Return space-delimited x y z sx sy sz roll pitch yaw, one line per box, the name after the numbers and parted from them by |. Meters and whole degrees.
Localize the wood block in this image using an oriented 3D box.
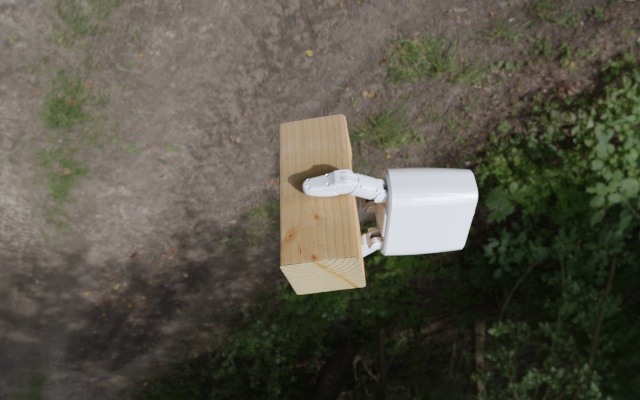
0.000 0.002 0.608 0.090 0.206 0.091 -8 -32 7 | wood block
